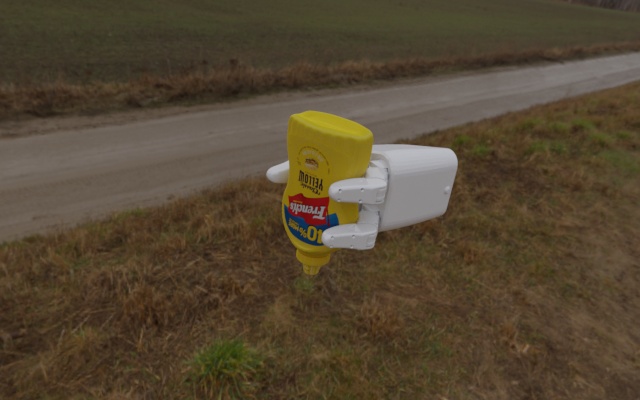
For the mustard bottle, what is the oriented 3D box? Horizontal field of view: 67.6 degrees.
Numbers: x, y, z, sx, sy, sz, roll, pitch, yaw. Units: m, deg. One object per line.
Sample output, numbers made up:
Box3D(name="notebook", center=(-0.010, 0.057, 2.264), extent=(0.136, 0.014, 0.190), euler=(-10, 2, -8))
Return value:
Box3D(name="mustard bottle", center=(0.000, 0.002, 0.545), extent=(0.096, 0.192, 0.058), euler=(24, 31, 29))
